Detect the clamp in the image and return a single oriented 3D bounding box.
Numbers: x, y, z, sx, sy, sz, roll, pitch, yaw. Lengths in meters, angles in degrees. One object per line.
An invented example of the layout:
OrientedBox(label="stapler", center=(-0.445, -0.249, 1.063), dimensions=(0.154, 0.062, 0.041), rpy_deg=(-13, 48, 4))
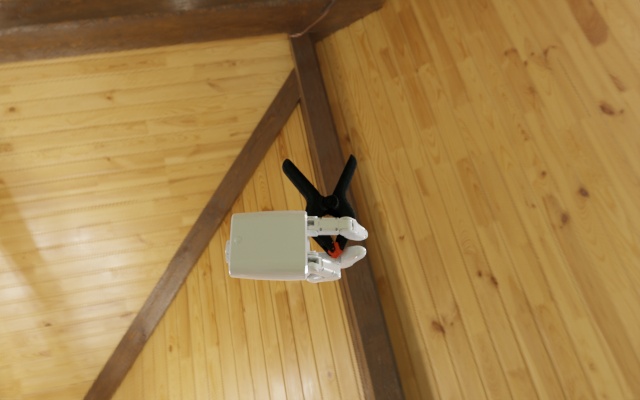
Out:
OrientedBox(label="clamp", center=(0.000, 0.003, 0.734), dimensions=(0.120, 0.171, 0.039), rpy_deg=(1, -26, -3))
